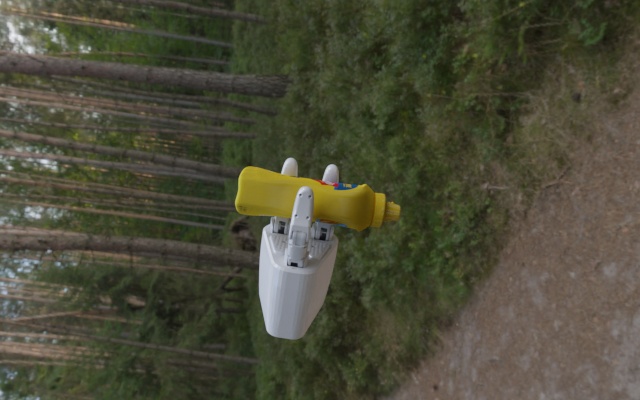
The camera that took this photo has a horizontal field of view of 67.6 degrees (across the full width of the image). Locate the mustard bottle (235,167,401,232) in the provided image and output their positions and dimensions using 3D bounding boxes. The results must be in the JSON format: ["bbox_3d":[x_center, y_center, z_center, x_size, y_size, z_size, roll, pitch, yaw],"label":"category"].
[{"bbox_3d":[0.000,0.002,0.573,0.191,0.058,0.096,9,0,-1],"label":"mustard bottle"}]
